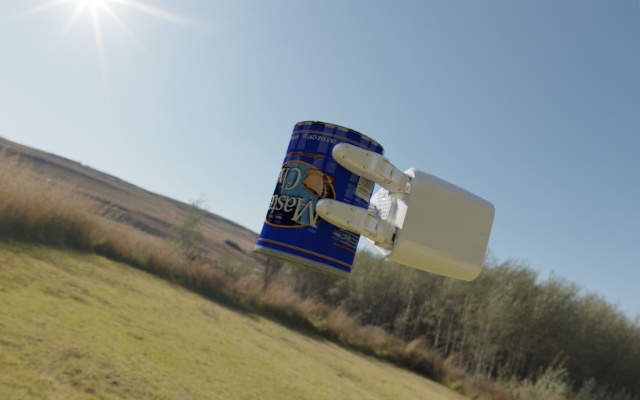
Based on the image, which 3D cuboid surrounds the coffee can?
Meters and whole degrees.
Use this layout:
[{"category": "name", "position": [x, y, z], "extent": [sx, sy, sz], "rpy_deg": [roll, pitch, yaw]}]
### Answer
[{"category": "coffee can", "position": [0.000, 0.002, 0.502], "extent": [0.103, 0.140, 0.103], "rpy_deg": [16, -9, 3]}]
